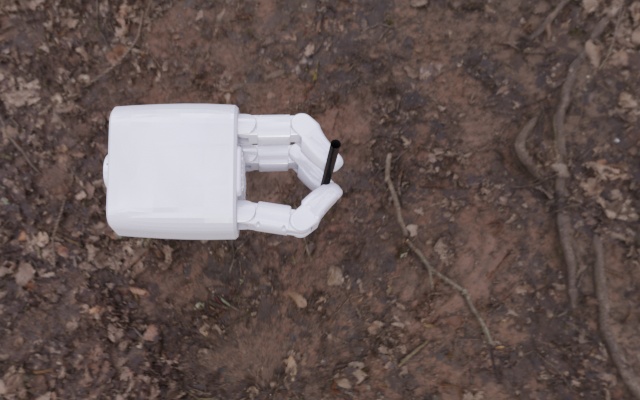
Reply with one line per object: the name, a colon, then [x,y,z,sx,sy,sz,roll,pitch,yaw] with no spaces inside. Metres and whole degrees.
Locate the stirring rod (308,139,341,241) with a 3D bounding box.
stirring rod: [0.000,0.002,0.478,0.011,0.011,0.240,0,-22,-6]
